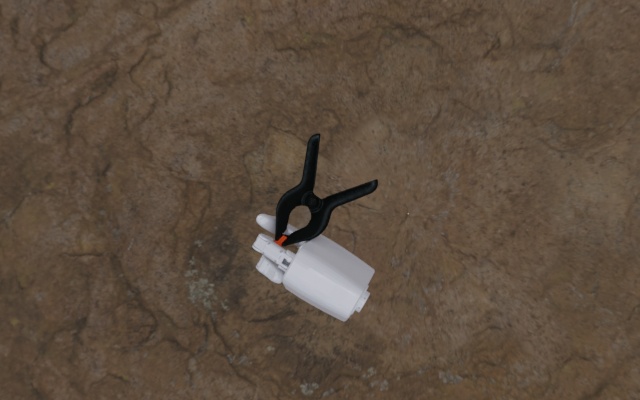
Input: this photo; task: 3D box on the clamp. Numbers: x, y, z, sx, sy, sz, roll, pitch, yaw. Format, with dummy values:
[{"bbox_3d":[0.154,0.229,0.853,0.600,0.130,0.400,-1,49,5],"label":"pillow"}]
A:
[{"bbox_3d":[0.000,0.002,0.694,0.120,0.171,0.039,30,4,8],"label":"clamp"}]
